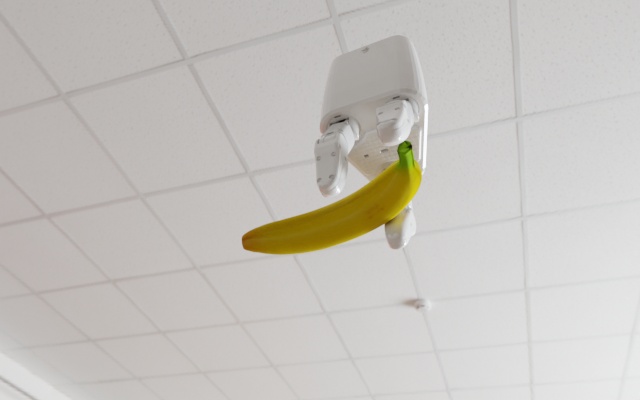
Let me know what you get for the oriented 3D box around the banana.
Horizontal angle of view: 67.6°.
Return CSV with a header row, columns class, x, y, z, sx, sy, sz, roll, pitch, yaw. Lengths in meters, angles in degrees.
class,x,y,z,sx,sy,sz,roll,pitch,yaw
banana,0.016,0.009,0.418,0.198,0.037,0.070,-31,-52,34
